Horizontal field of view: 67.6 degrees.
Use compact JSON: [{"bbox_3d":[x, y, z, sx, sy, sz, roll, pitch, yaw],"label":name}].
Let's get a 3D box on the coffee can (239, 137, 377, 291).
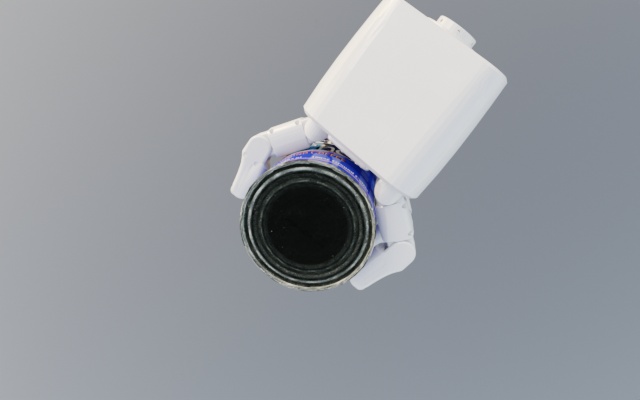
[{"bbox_3d":[0.000,0.001,0.416,0.103,0.103,0.140,0,16,9],"label":"coffee can"}]
